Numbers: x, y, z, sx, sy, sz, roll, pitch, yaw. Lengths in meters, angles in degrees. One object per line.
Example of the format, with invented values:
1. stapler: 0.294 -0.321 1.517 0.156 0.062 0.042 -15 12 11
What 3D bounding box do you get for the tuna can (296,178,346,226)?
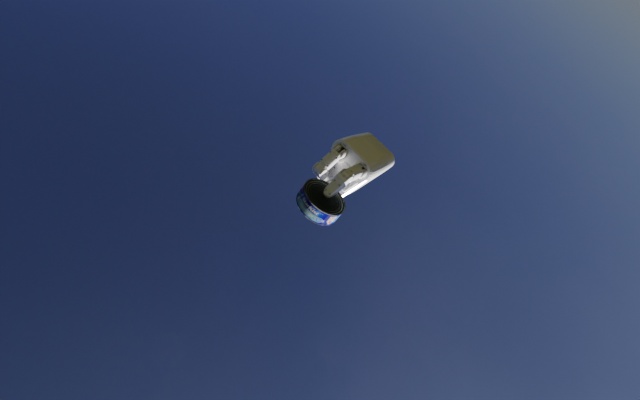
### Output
1. tuna can: 0.000 0.003 0.852 0.086 0.086 0.034 0 -40 -43
